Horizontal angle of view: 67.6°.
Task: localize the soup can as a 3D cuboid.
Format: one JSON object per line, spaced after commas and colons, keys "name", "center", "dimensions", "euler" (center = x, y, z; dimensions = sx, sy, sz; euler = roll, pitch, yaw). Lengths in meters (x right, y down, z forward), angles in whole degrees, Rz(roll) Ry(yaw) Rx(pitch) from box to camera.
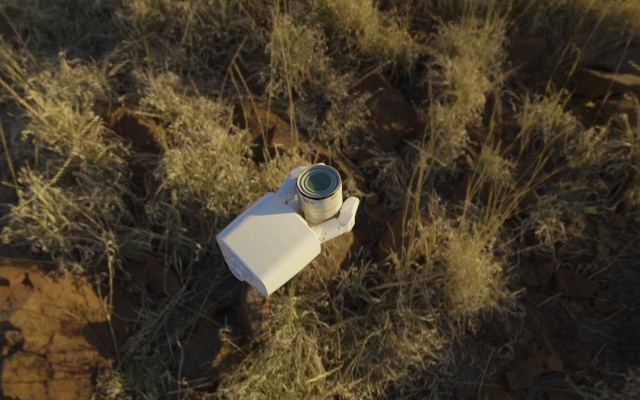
{"name": "soup can", "center": [0.001, 0.002, 0.735], "dimensions": [0.068, 0.068, 0.102], "euler": [0, -38, 5]}
